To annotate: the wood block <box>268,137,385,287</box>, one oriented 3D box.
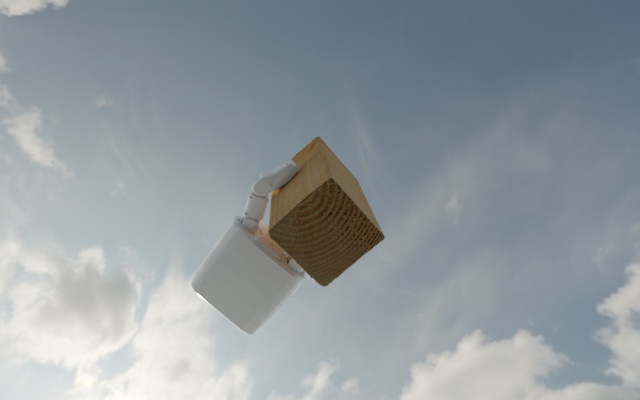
[{"bbox_3d":[0.000,0.002,0.585,0.090,0.091,0.206,-41,17,10],"label":"wood block"}]
